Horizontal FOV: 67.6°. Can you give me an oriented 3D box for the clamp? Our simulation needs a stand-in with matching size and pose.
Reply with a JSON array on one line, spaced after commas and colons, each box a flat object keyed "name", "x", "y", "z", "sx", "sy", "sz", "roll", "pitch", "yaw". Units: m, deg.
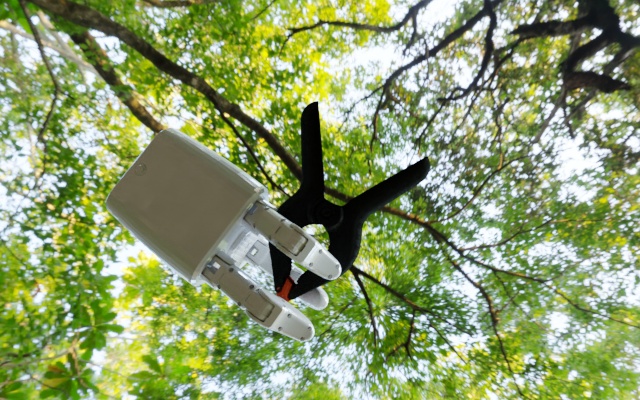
[{"name": "clamp", "x": 0.000, "y": 0.002, "z": 0.410, "sx": 0.120, "sy": 0.171, "sz": 0.039, "roll": 36, "pitch": -6, "yaw": 11}]
